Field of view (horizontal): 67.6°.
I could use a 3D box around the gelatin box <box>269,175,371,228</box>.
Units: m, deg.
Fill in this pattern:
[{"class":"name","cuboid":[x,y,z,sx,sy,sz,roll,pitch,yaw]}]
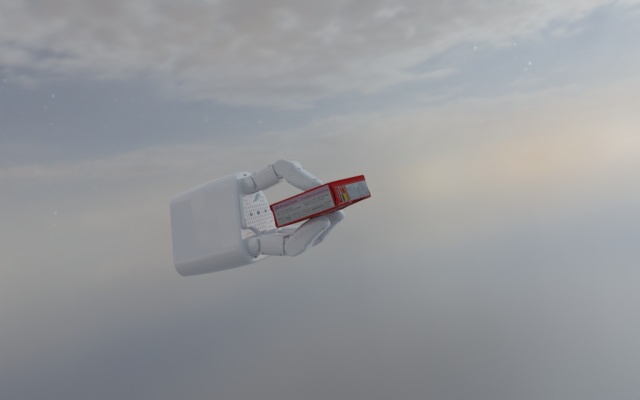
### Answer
[{"class":"gelatin box","cuboid":[0.000,0.001,0.531,0.089,0.030,0.073,-21,-4,35]}]
